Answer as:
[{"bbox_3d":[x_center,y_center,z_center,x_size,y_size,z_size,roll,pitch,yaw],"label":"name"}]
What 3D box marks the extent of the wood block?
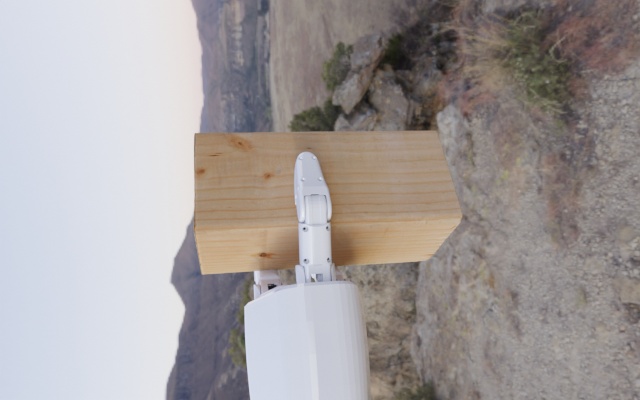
[{"bbox_3d":[0.000,0.002,0.412,0.206,0.090,0.091,-2,-30,-11],"label":"wood block"}]
